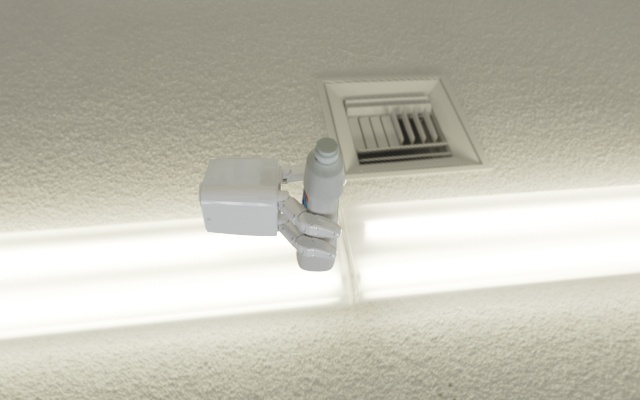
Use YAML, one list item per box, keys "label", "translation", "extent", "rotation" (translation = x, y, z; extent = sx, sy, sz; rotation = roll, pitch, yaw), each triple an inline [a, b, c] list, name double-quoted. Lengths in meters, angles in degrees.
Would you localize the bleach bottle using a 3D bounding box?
- label: "bleach bottle"
  translation: [0.000, 0.002, 0.699]
  extent: [0.068, 0.102, 0.251]
  rotation: [2, -39, -3]
